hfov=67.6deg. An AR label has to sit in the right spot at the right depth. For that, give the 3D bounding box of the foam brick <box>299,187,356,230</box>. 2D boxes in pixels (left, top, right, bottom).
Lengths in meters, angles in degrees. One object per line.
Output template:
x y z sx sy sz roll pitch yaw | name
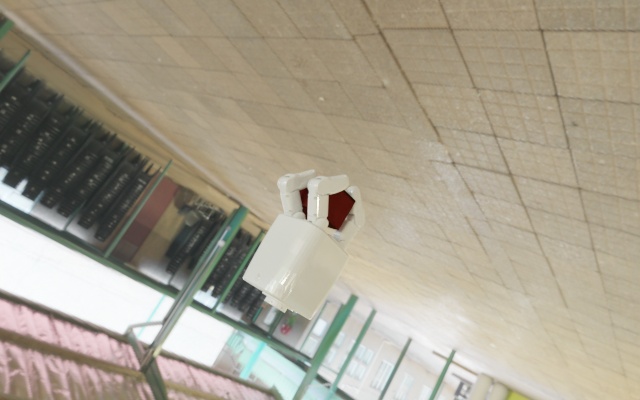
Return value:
0.000 0.002 0.692 0.053 0.051 0.078 42 -17 -33 | foam brick
